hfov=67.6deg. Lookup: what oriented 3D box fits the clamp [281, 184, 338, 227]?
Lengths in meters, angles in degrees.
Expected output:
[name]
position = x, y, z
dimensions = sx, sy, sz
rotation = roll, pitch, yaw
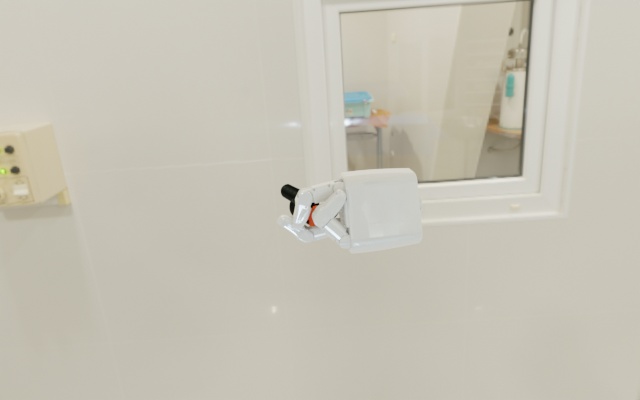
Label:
[clamp]
position = 0.000, 0.002, 0.781
dimensions = 0.120, 0.039, 0.171
rotation = -6, 19, -7
